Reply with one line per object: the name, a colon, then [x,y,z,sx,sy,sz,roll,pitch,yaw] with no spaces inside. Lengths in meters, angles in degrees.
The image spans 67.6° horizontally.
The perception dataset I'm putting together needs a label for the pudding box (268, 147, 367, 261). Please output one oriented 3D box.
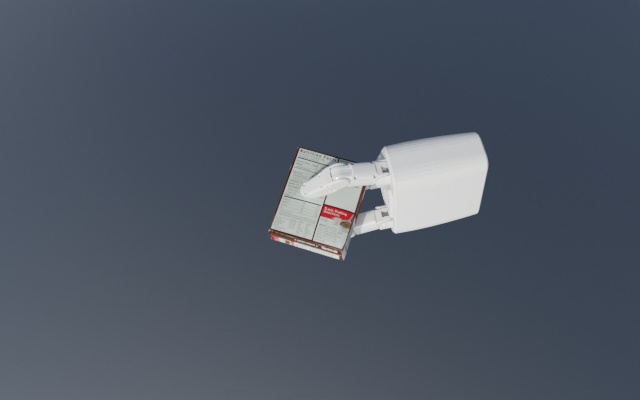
pudding box: [0.000,0.002,0.553,0.090,0.113,0.039,16,-21,8]
